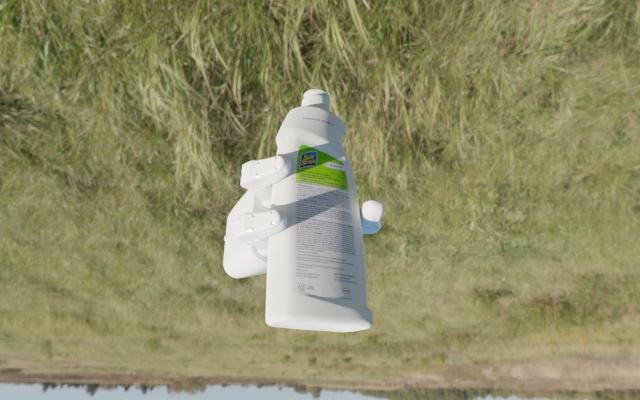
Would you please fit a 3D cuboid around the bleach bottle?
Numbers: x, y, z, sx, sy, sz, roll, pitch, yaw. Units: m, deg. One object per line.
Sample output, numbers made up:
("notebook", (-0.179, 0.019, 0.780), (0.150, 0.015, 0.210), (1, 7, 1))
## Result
("bleach bottle", (0.000, 0.002, 0.491), (0.102, 0.250, 0.068), (12, -24, -24))
